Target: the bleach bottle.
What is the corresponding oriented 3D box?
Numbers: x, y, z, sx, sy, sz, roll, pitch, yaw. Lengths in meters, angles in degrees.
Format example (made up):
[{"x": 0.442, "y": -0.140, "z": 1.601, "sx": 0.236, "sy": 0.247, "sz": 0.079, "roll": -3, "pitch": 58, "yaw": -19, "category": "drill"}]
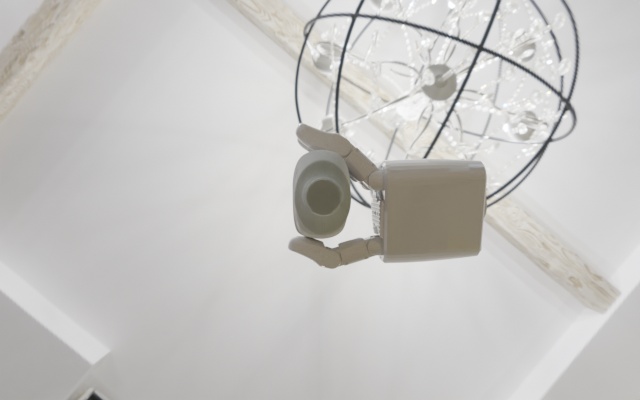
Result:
[{"x": 0.000, "y": 0.002, "z": 0.506, "sx": 0.068, "sy": 0.102, "sz": 0.251, "roll": -2, "pitch": 2, "yaw": -1, "category": "bleach bottle"}]
